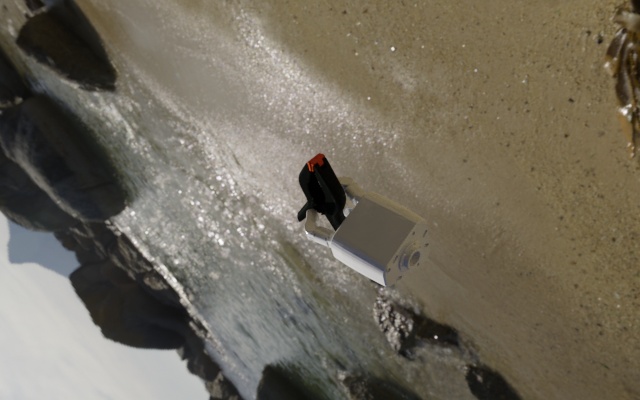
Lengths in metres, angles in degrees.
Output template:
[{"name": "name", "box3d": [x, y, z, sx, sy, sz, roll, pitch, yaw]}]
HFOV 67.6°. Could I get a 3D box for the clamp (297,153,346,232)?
[{"name": "clamp", "box3d": [0.000, 0.003, 0.808, 0.164, 0.210, 0.036, 27, 57, 38]}]
